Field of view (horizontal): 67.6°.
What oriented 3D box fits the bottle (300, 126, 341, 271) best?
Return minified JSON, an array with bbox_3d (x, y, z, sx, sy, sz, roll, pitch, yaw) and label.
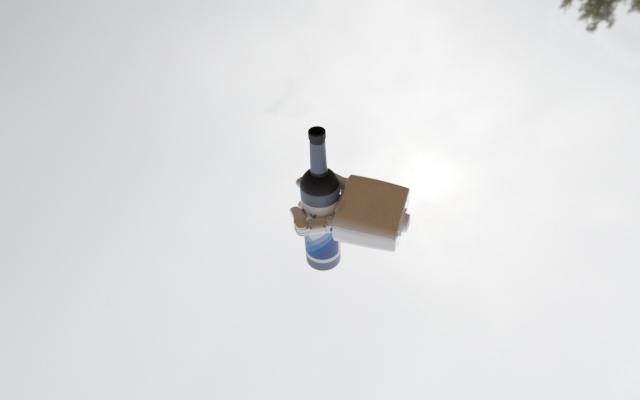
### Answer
[{"bbox_3d":[0.000,0.003,0.810,0.069,0.296,0.069,-2,44,2],"label":"bottle"}]
